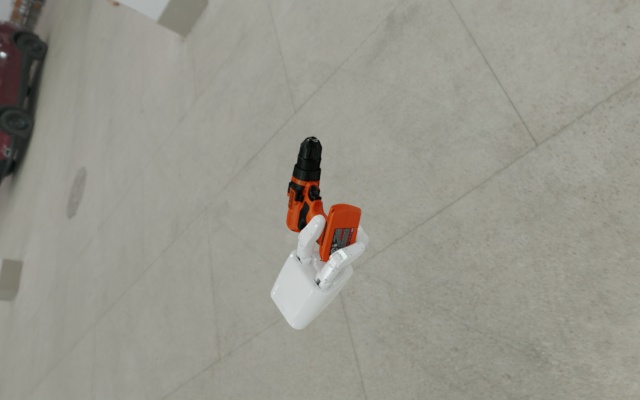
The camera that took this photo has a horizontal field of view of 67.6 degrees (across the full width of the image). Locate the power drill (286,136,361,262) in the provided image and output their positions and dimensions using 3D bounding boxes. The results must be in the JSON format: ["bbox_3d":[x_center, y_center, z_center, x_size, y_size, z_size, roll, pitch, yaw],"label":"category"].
[{"bbox_3d":[0.000,0.003,0.815,0.057,0.184,0.187,-3,28,-25],"label":"power drill"}]
